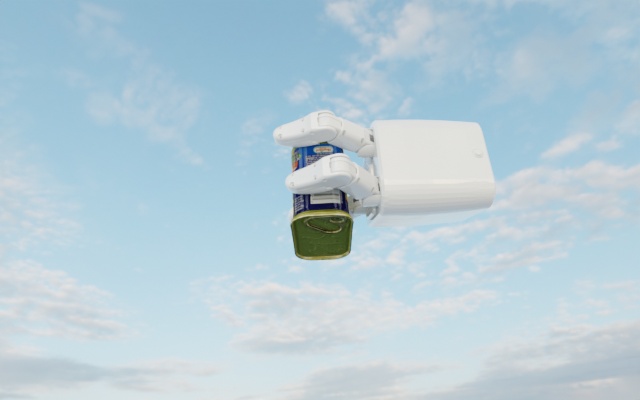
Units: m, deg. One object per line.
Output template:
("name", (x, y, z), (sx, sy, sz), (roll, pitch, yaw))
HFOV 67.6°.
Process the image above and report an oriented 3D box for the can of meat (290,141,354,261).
("can of meat", (0.000, 0.001, 0.476), (0.057, 0.084, 0.102), (-3, -29, 0))
